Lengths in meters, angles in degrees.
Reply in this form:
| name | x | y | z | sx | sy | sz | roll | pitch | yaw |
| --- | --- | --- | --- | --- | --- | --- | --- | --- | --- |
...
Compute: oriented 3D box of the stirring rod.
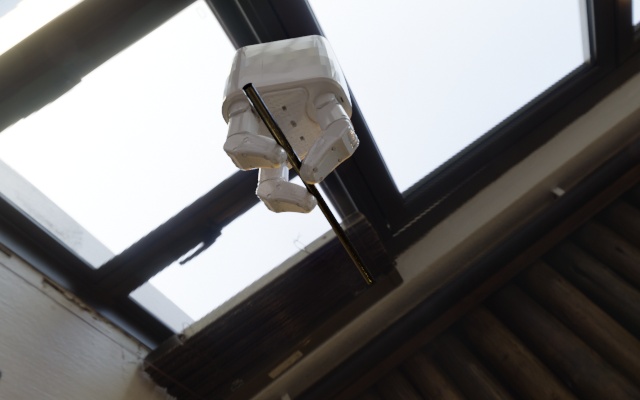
| name | x | y | z | sx | sy | sz | roll | pitch | yaw |
| --- | --- | --- | --- | --- | --- | --- | --- | --- | --- |
| stirring rod | 0.000 | 0.001 | 0.401 | 0.011 | 0.011 | 0.240 | 0 | -41 | 33 |
